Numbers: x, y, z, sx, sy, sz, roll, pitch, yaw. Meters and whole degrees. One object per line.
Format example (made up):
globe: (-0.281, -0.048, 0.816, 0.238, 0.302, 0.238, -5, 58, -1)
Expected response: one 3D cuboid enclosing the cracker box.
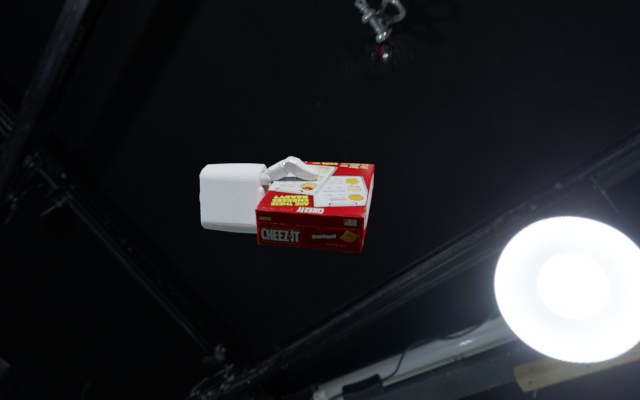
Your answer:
cracker box: (0.000, 0.002, 0.800, 0.164, 0.072, 0.213, 4, 26, 9)
